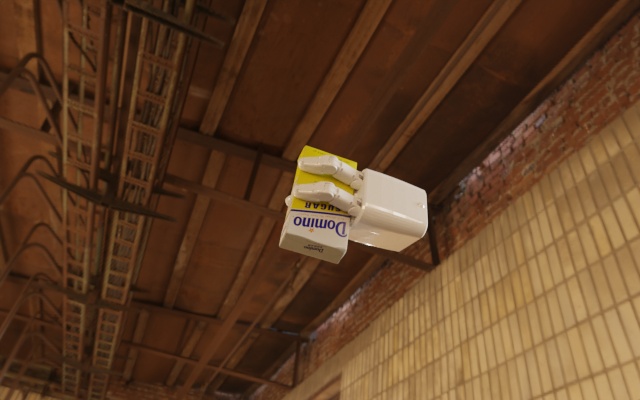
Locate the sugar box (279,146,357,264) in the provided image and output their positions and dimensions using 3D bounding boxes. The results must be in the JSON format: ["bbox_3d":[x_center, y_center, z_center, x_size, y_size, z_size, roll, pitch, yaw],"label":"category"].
[{"bbox_3d":[0.000,0.002,0.727,0.093,0.176,0.048,17,-42,-10],"label":"sugar box"}]
